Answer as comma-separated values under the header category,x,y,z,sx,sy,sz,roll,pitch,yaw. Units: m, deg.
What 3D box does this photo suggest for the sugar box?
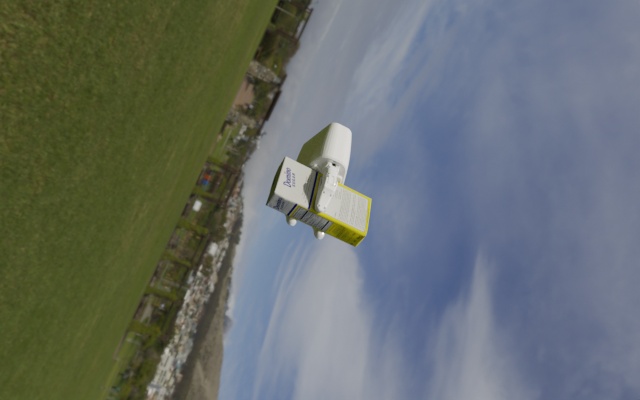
category,x,y,z,sx,sy,sz,roll,pitch,yaw
sugar box,0.000,0.003,0.824,0.176,0.093,0.048,25,-45,-12
